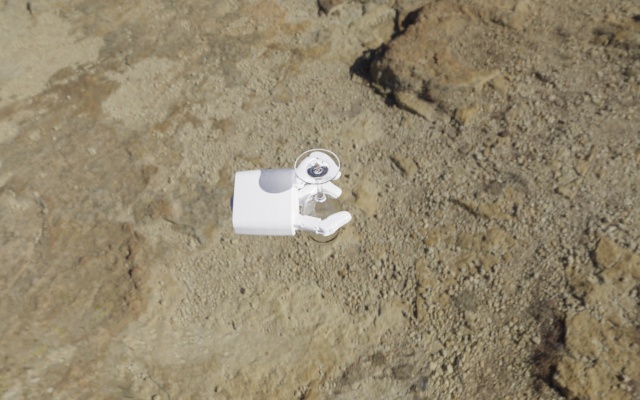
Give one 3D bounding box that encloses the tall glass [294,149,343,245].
[{"bbox_3d":[0.000,0.002,0.846,0.079,0.079,0.201,0,-36,4],"label":"tall glass"}]
